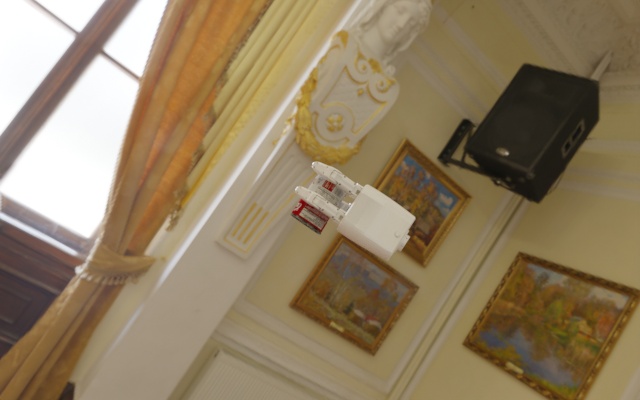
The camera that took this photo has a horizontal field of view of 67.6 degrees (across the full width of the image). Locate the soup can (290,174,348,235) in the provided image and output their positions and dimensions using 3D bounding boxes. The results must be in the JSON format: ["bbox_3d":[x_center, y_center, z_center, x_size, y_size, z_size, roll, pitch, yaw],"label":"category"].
[{"bbox_3d":[0.000,0.002,0.888,0.068,0.102,0.068,34,-6,4],"label":"soup can"}]
